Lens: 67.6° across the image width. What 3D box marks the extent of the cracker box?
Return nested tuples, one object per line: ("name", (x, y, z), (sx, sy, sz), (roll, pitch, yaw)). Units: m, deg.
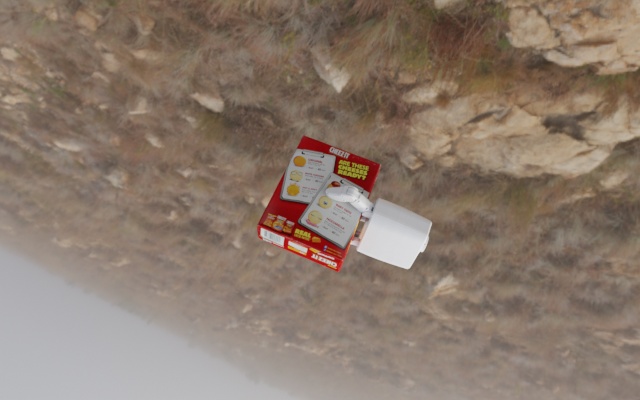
("cracker box", (0.000, 0.003, 0.892), (0.164, 0.213, 0.072), (22, -28, 5))
